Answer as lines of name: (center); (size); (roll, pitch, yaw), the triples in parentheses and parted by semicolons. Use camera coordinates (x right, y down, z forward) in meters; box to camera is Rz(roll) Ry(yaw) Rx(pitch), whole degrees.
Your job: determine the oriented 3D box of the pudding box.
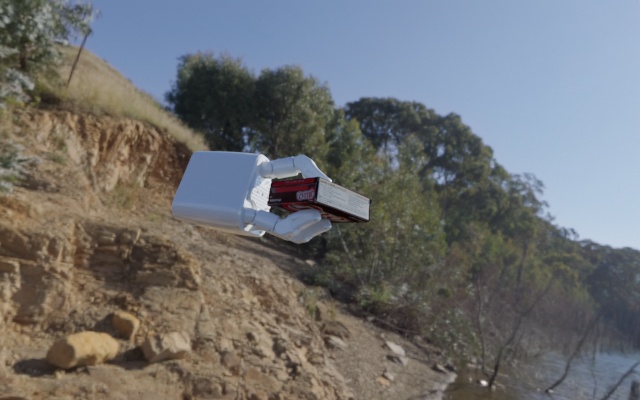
pudding box: (0.000, 0.002, 0.637); (0.090, 0.039, 0.113); (-2, -14, 44)
